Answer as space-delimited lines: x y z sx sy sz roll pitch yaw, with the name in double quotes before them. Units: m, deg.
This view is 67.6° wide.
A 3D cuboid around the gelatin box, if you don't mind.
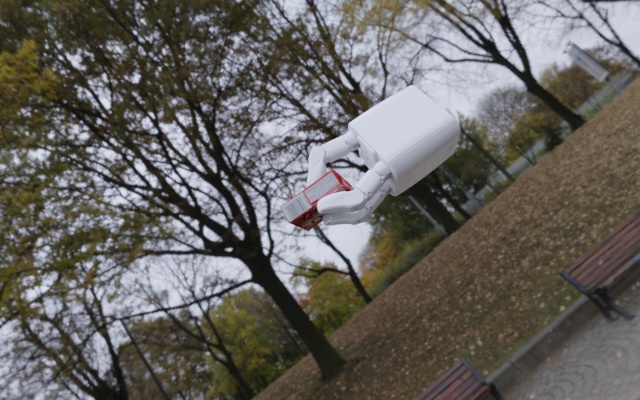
"gelatin box" 0.000 0.002 0.639 0.089 0.030 0.073 -35 -20 9
